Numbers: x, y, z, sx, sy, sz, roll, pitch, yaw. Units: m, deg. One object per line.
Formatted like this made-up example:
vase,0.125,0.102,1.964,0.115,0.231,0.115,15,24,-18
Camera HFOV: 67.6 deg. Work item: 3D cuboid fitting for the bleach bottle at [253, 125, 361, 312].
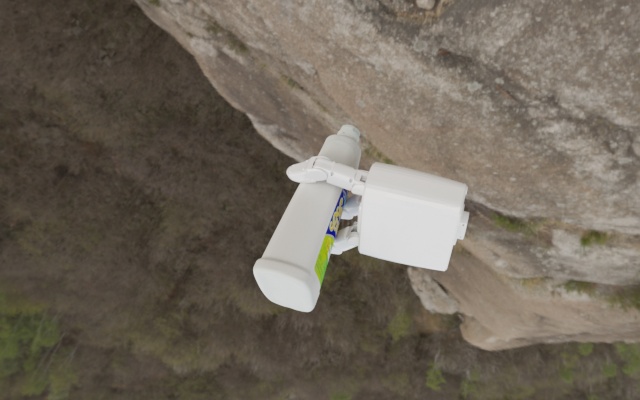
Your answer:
bleach bottle,0.000,0.002,0.587,0.068,0.250,0.103,14,-31,14
